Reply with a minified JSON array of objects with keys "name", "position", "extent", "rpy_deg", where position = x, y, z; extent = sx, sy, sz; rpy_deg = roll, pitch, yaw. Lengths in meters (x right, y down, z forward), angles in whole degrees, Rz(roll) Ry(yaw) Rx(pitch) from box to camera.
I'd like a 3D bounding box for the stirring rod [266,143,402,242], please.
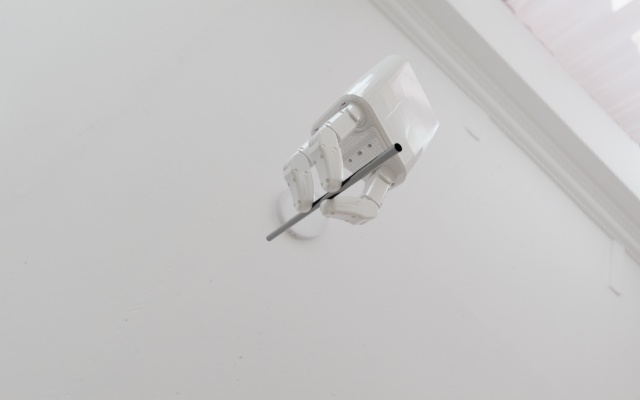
[{"name":"stirring rod","position":[0.000,0.001,0.466],"extent":[0.011,0.011,0.239],"rpy_deg":[0,-21,-32]}]
